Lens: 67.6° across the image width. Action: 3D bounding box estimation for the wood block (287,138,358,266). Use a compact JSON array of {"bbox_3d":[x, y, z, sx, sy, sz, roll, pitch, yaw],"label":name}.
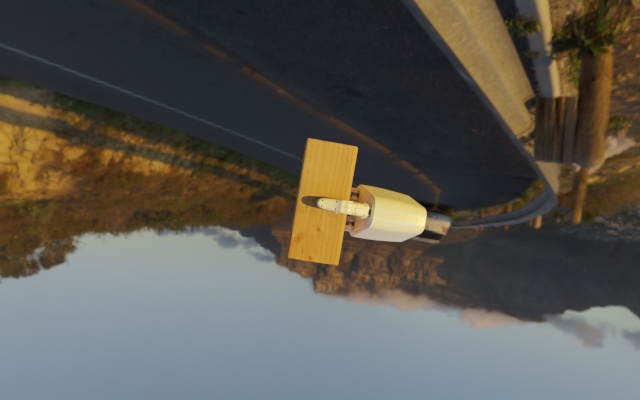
[{"bbox_3d":[0.001,0.003,0.849,0.090,0.206,0.091,10,-2,-5],"label":"wood block"}]
